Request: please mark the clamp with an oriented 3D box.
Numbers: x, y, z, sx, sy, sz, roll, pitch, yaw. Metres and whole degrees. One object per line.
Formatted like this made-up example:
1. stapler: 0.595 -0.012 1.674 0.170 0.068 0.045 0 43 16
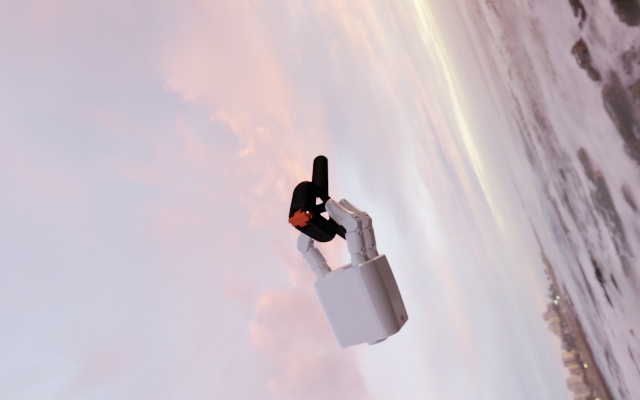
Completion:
1. clamp: -0.001 0.003 0.721 0.036 0.164 0.210 -27 -8 20
